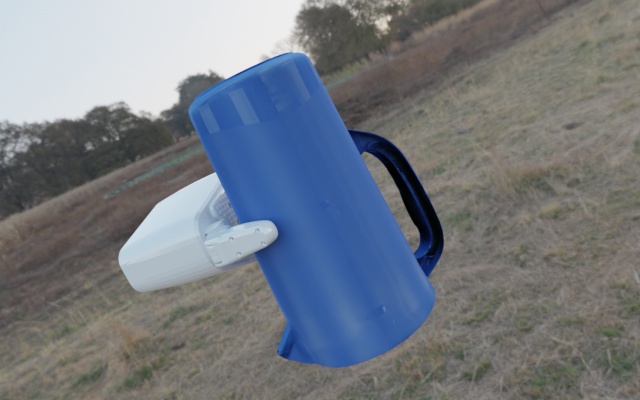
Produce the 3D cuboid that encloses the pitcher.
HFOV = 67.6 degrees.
[{"bbox_3d":[0.000,0.001,0.412,0.145,0.243,0.149,-20,13,27],"label":"pitcher"}]
